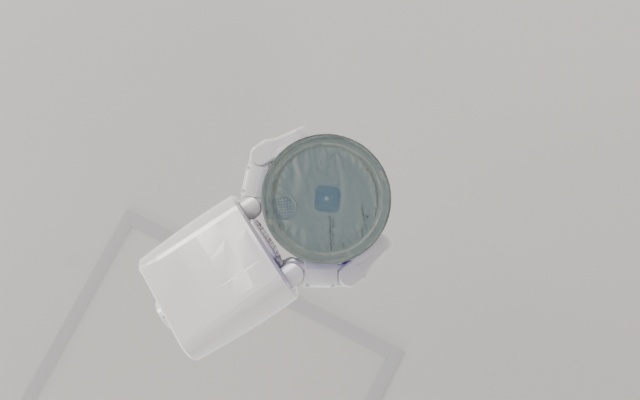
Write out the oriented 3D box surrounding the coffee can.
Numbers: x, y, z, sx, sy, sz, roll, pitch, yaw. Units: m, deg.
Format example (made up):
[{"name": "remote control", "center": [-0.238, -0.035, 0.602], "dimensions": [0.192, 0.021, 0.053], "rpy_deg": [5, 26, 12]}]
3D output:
[{"name": "coffee can", "center": [0.000, 0.001, 0.441], "dimensions": [0.103, 0.103, 0.140], "rpy_deg": [0, -2, -4]}]
